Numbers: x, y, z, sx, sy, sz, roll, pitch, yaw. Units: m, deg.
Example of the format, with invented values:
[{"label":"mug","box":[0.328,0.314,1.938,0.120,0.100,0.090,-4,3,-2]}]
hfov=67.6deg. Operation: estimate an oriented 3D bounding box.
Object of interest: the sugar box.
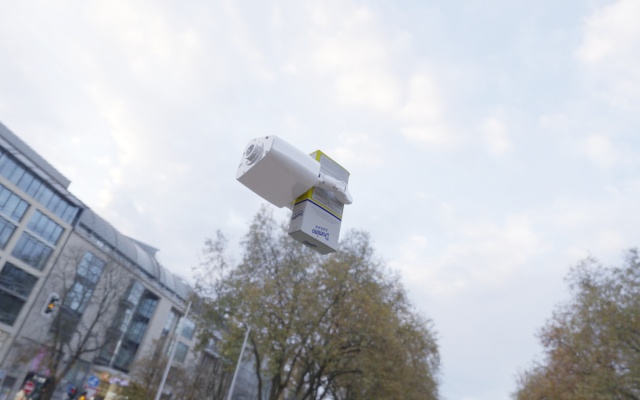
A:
[{"label":"sugar box","box":[0.000,0.003,0.893,0.093,0.176,0.048,33,-34,-32]}]
